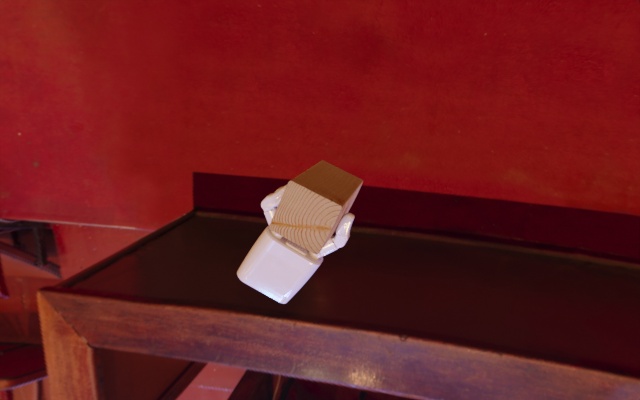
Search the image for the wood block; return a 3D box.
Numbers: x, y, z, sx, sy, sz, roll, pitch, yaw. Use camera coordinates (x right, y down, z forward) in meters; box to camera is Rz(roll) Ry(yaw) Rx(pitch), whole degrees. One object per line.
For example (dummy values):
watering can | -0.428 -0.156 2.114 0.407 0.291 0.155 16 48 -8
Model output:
wood block | 0.000 0.003 0.814 0.091 0.090 0.206 28 18 6
